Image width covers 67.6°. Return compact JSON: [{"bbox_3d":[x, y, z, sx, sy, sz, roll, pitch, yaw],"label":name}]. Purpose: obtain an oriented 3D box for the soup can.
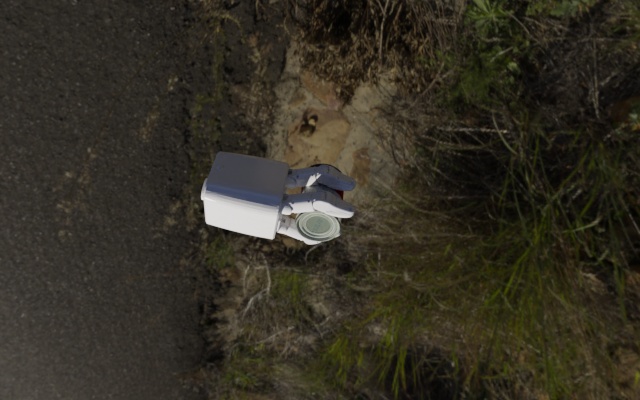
[{"bbox_3d":[0.001,0.003,0.715,0.068,0.069,0.102,0,43,7],"label":"soup can"}]
